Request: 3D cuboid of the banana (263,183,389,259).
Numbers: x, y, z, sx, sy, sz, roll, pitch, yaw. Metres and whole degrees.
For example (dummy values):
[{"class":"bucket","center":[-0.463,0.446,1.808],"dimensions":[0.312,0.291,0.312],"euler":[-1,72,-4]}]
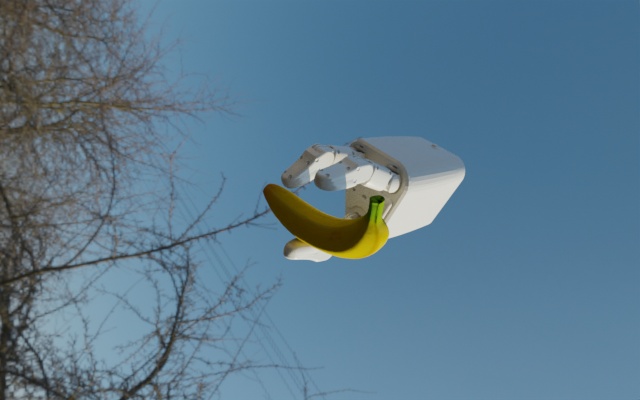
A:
[{"class":"banana","center":[0.005,0.020,0.470],"dimensions":[0.037,0.069,0.198],"euler":[-17,13,-34]}]
